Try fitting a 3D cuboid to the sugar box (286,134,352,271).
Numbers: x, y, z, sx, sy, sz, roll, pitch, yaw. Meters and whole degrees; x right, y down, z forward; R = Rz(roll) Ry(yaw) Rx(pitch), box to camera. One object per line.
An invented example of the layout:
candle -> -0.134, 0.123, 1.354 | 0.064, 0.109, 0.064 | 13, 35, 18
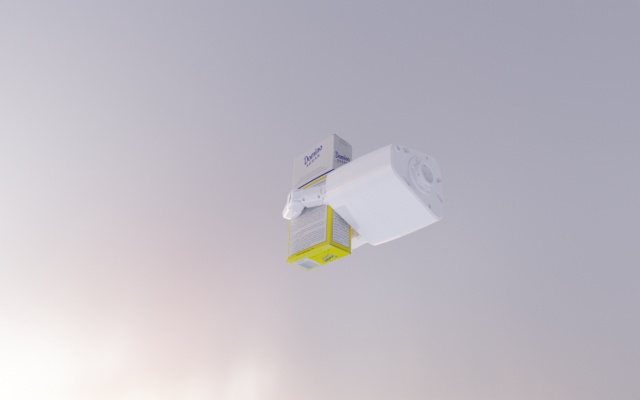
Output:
sugar box -> 0.001, 0.002, 0.676 | 0.048, 0.176, 0.093 | 29, -38, -33
